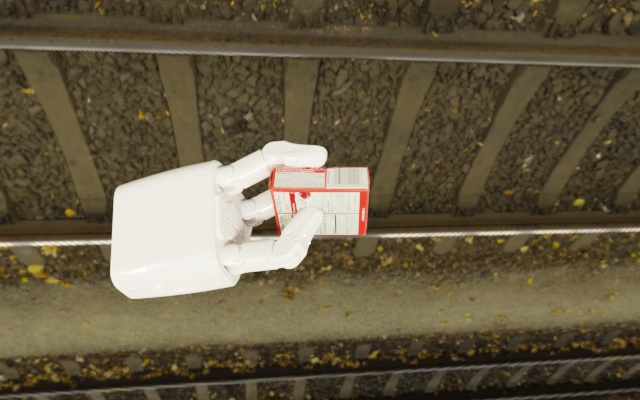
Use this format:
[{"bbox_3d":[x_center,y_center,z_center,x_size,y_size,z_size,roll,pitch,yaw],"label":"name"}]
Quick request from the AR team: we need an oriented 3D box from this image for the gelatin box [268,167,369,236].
[{"bbox_3d":[0.000,0.002,0.449,0.089,0.030,0.073,0,-37,3],"label":"gelatin box"}]
